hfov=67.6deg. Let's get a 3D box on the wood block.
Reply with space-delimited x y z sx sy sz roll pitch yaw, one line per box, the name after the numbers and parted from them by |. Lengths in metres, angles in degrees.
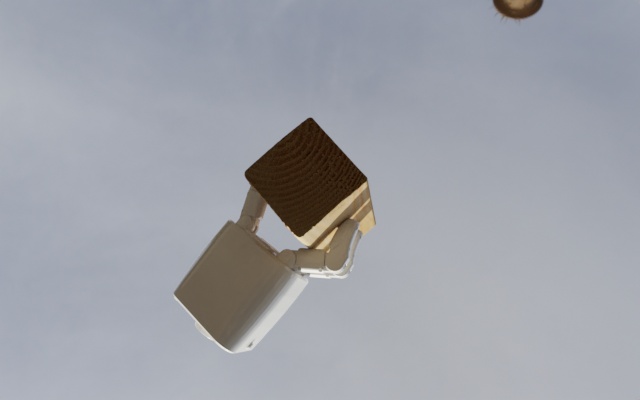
0.000 0.002 0.553 0.090 0.091 0.206 -41 -16 -3 | wood block
